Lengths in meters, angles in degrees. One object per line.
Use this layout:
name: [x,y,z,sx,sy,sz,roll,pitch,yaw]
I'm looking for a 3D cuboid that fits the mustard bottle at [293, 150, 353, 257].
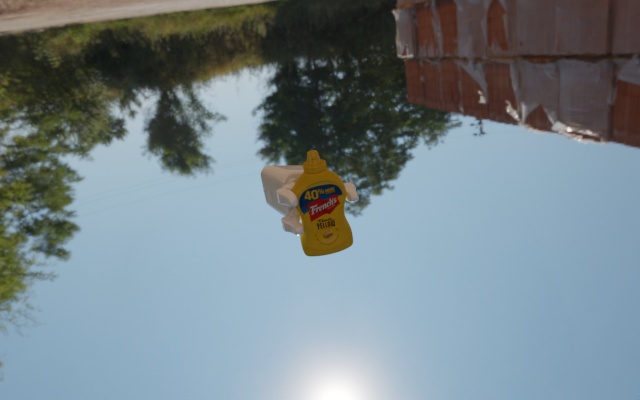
mustard bottle: [0.000,0.003,0.860,0.096,0.192,0.058,-12,22,-6]
